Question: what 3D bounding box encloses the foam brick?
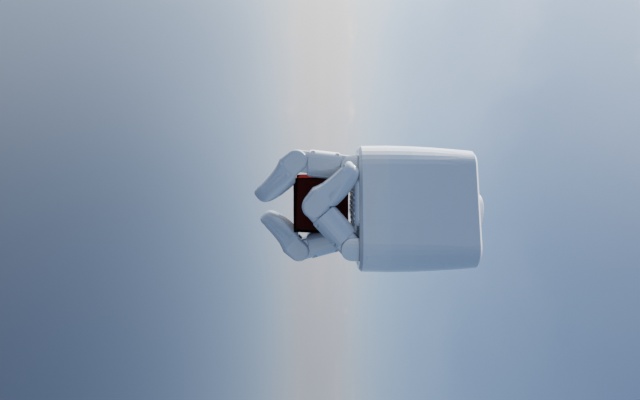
[{"bbox_3d":[0.000,0.001,0.477,0.051,0.053,0.078,0,6,-1],"label":"foam brick"}]
